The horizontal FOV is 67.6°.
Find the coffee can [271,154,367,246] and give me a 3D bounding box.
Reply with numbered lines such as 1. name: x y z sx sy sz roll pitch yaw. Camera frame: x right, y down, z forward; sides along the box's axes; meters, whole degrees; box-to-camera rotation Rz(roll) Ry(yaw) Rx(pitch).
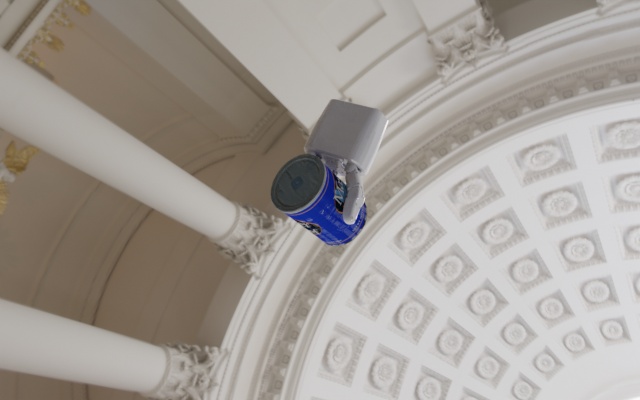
1. coffee can: 0.000 0.003 0.791 0.103 0.102 0.140 0 -26 37
